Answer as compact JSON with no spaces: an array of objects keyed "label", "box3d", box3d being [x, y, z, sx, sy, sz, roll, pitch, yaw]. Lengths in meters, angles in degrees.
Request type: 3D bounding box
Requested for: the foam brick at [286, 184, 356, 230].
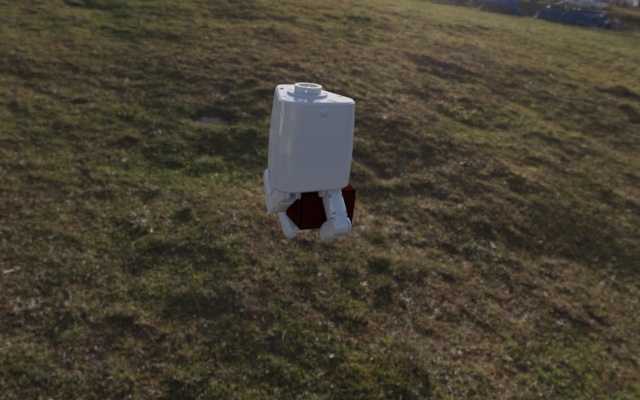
[{"label":"foam brick","box3d":[0.000,0.002,0.629,0.078,0.051,0.053,-5,25,-25]}]
